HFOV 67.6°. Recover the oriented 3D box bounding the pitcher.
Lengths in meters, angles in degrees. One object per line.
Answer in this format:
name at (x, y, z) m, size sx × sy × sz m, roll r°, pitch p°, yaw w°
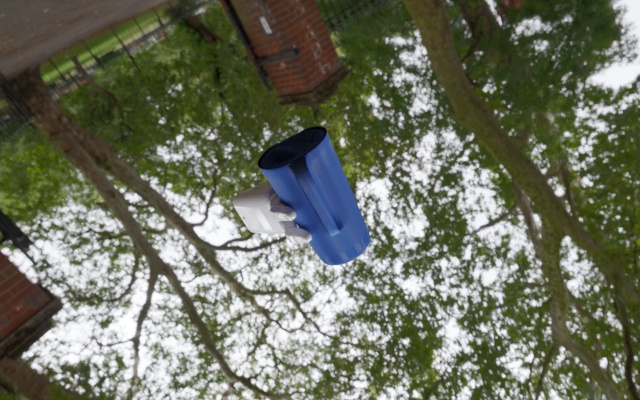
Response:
pitcher at (0.000, 0.003, 0.860) m, size 0.145 × 0.243 × 0.149 m, roll -4°, pitch 35°, yaw 41°
